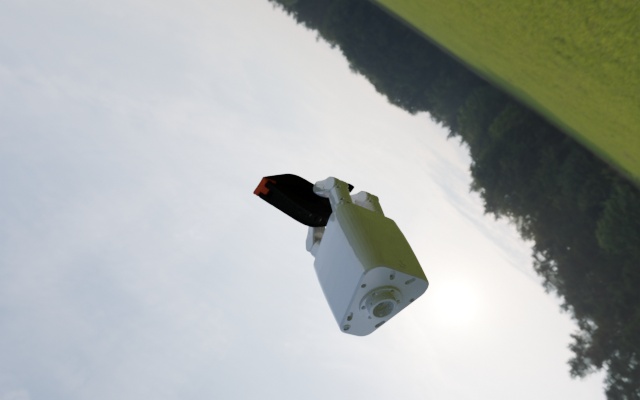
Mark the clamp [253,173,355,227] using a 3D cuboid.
[{"bbox_3d":[-0.001,0.003,0.672,0.210,0.036,0.164,22,26,-30],"label":"clamp"}]
